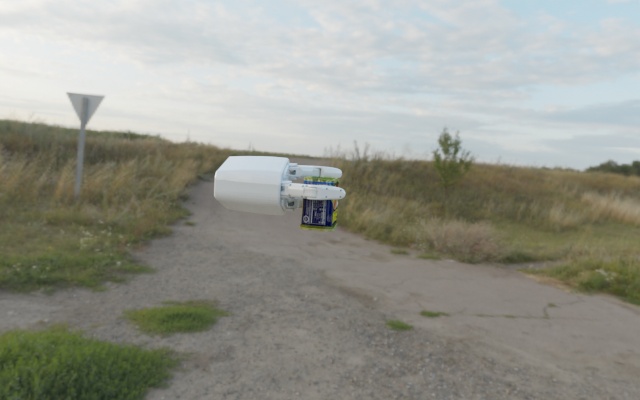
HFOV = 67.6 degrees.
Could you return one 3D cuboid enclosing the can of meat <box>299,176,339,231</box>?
[{"bbox_3d":[0.000,0.002,0.802,0.057,0.084,0.102,4,5,7],"label":"can of meat"}]
